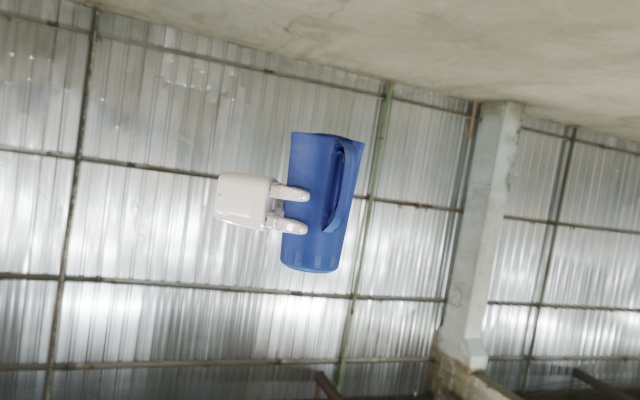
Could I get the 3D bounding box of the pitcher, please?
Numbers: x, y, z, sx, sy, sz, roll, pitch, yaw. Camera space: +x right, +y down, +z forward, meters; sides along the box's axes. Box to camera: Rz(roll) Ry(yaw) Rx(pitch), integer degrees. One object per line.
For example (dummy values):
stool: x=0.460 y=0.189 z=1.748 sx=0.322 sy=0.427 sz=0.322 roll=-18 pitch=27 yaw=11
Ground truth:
pitcher: x=0.000 y=0.003 z=0.846 sx=0.145 sy=0.243 sz=0.149 roll=10 pitch=4 yaw=20
